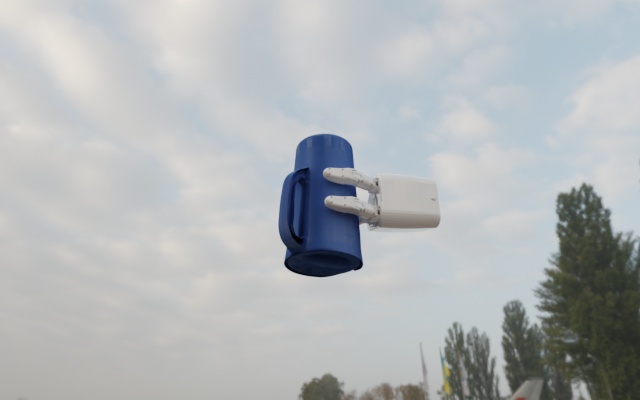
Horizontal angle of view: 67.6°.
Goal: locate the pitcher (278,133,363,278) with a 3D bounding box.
[{"bbox_3d":[0.000,0.003,0.842,0.145,0.242,0.149,3,-27,-5],"label":"pitcher"}]
